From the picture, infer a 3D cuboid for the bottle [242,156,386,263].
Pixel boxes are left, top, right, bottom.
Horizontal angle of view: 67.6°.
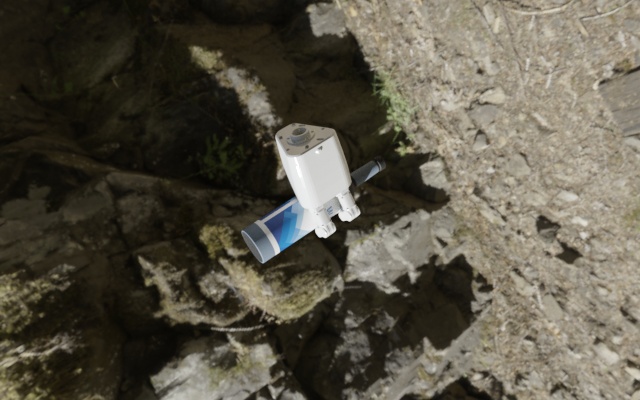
[{"bbox_3d":[0.000,0.003,0.859,0.295,0.069,0.069,-33,12,-20],"label":"bottle"}]
